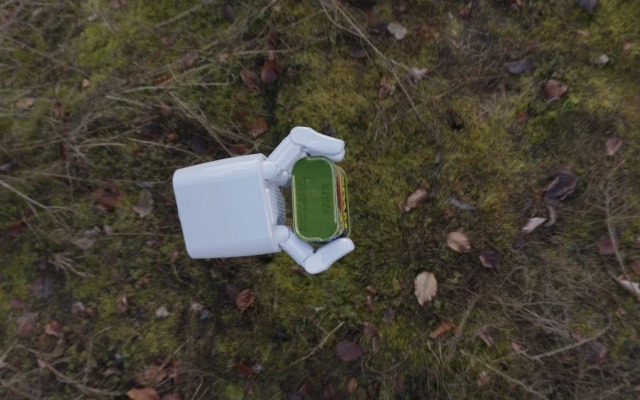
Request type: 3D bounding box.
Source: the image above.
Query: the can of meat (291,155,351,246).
[{"bbox_3d":[0.000,0.002,0.565,0.057,0.102,0.084,-5,-7,10],"label":"can of meat"}]
